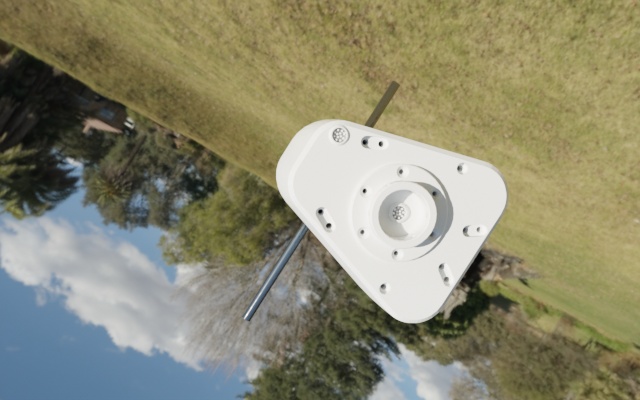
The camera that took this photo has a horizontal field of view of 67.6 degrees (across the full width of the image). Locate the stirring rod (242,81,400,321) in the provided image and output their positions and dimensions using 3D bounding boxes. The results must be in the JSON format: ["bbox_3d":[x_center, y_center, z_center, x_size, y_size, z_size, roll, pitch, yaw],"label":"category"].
[{"bbox_3d":[0.000,0.001,0.411,0.011,0.239,0.011,32,2,-1],"label":"stirring rod"}]
